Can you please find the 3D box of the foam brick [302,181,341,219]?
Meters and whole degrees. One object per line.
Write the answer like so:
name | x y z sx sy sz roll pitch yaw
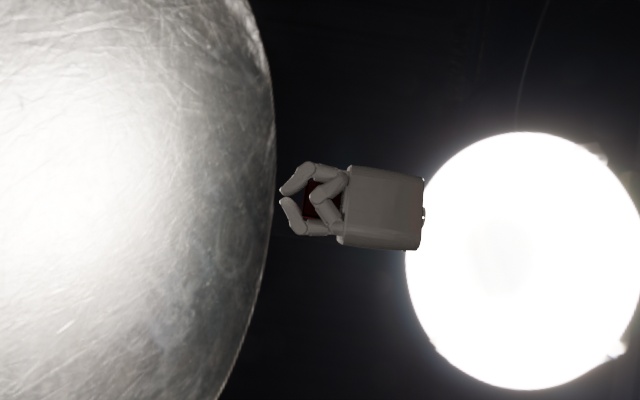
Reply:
foam brick | 0.000 0.002 0.707 0.051 0.053 0.078 7 -3 -3
